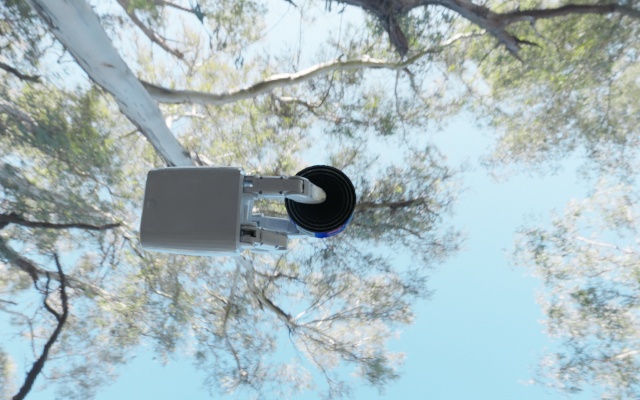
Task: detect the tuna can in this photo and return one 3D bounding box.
[{"bbox_3d":[0.000,0.002,0.581,0.086,0.086,0.034,0,-18,1],"label":"tuna can"}]
